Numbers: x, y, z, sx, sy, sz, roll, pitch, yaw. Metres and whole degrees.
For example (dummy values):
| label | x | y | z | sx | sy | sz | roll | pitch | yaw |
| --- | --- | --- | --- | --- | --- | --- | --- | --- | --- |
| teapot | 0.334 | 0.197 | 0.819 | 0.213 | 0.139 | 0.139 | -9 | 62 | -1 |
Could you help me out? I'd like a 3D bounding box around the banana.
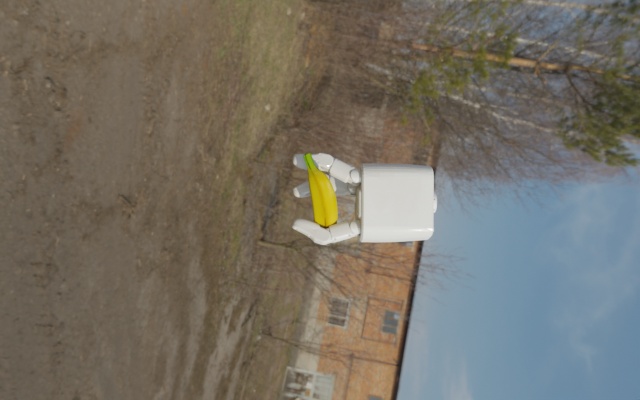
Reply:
| label | x | y | z | sx | sy | sz | roll | pitch | yaw |
| --- | --- | --- | --- | --- | --- | --- | --- | --- | --- |
| banana | 0.004 | 0.015 | 0.729 | 0.037 | 0.069 | 0.198 | -12 | -37 | -6 |
